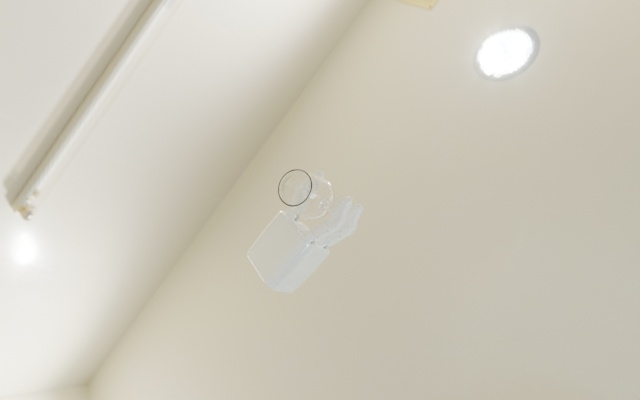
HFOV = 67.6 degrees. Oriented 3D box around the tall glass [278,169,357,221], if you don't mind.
[{"bbox_3d":[0.000,0.003,0.847,0.079,0.079,0.201,0,-14,25],"label":"tall glass"}]
